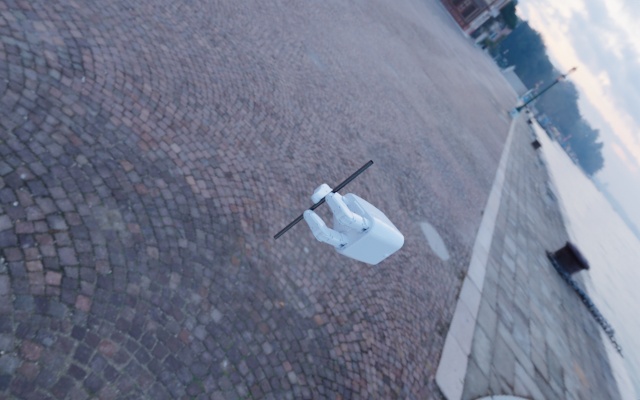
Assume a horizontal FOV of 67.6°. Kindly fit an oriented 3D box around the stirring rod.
[{"bbox_3d":[0.000,0.003,0.842,0.239,0.011,0.011,-38,-19,26],"label":"stirring rod"}]
